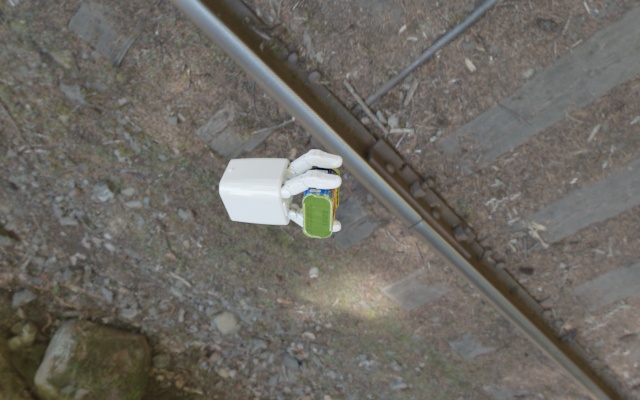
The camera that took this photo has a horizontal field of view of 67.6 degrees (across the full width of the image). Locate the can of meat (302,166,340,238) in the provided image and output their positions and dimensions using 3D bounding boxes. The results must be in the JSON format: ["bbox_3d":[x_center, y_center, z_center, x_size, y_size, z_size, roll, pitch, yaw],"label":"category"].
[{"bbox_3d":[0.000,0.003,0.827,0.057,0.102,0.084,5,40,6],"label":"can of meat"}]
